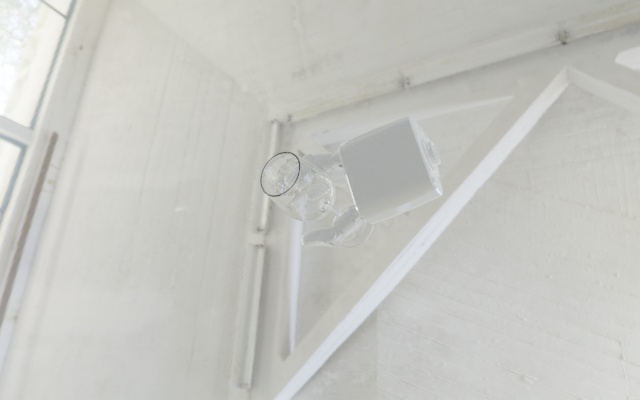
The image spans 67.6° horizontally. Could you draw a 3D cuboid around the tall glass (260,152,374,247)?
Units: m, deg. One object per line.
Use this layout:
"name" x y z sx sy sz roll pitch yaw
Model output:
"tall glass" 0.000 0.003 0.673 0.079 0.079 0.201 0 -21 34
